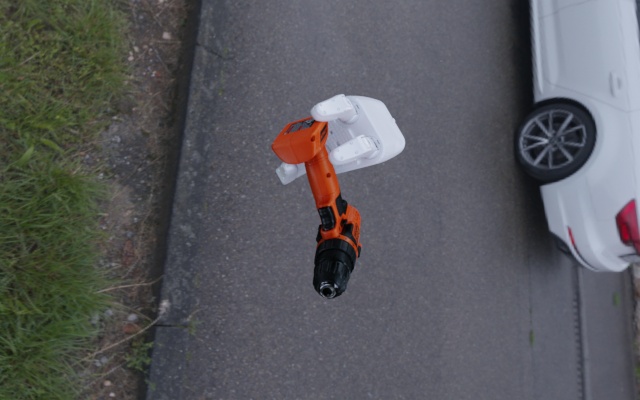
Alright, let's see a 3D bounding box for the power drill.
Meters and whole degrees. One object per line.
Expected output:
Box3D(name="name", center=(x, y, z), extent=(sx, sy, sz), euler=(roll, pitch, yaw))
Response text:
Box3D(name="power drill", center=(0.000, 0.001, 0.580), extent=(0.057, 0.188, 0.184), euler=(-12, 23, 13))
